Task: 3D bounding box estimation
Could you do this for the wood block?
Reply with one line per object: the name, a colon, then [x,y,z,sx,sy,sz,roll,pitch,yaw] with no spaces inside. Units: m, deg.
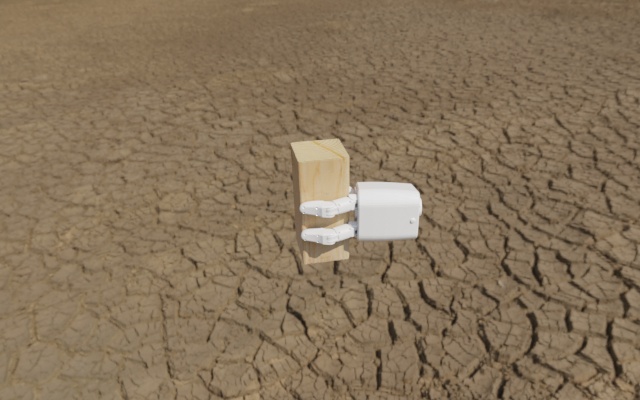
wood block: [0.000,0.003,0.869,0.090,0.206,0.090,-6,29,-9]
